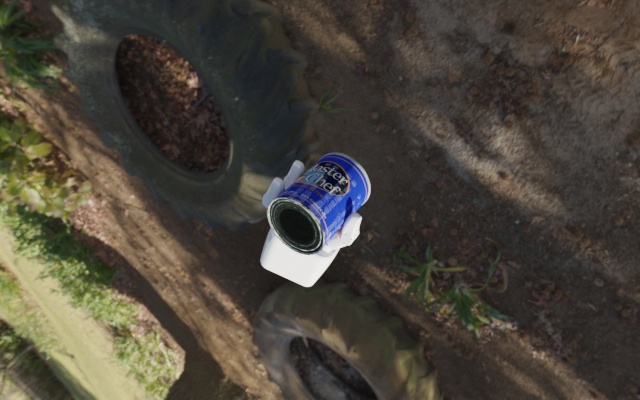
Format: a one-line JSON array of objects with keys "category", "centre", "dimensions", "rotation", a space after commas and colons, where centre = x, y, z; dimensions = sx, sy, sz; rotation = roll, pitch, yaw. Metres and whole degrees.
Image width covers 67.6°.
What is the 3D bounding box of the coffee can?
[{"category": "coffee can", "centre": [0.000, 0.002, 0.742], "dimensions": [0.103, 0.103, 0.140], "rotation": [0, 32, 40]}]
